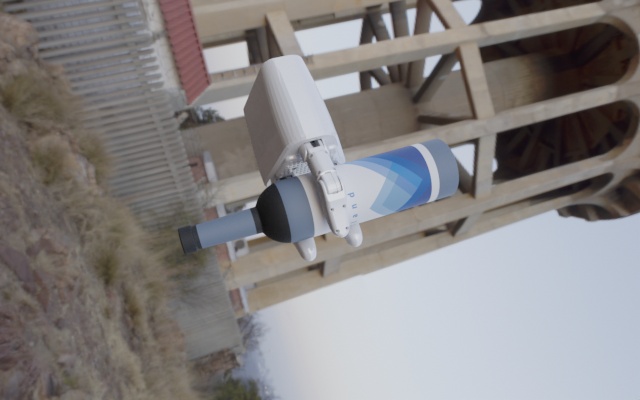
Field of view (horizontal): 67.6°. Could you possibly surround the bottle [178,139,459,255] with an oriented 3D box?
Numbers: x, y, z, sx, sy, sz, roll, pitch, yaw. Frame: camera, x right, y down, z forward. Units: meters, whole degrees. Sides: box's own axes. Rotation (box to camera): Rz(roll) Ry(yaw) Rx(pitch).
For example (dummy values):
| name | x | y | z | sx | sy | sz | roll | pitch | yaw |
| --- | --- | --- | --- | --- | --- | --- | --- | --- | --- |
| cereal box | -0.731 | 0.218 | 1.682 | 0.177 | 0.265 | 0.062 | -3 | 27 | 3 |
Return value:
| name | x | y | z | sx | sy | sz | roll | pitch | yaw |
| --- | --- | --- | --- | --- | --- | --- | --- | --- | --- |
| bottle | 0.000 | 0.002 | 0.506 | 0.295 | 0.069 | 0.069 | -16 | 4 | -13 |
